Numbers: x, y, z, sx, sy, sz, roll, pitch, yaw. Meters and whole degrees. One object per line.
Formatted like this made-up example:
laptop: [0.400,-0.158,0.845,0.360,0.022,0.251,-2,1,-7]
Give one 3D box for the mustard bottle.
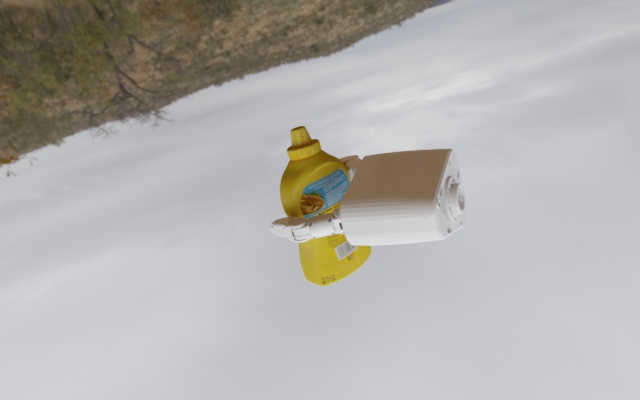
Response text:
mustard bottle: [0.000,0.002,0.589,0.096,0.192,0.058,-28,22,-31]
